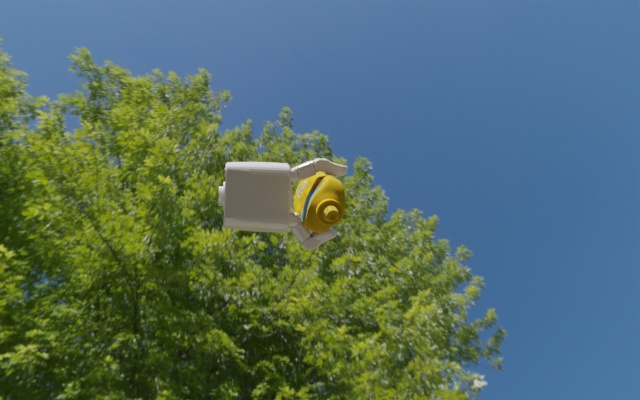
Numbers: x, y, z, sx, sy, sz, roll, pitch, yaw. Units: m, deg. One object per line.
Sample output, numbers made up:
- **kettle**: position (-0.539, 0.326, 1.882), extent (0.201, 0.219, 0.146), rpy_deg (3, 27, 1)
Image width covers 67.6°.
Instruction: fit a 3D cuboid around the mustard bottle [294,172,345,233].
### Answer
- **mustard bottle**: position (0.000, 0.003, 0.810), extent (0.058, 0.096, 0.191), rpy_deg (26, 6, -15)
